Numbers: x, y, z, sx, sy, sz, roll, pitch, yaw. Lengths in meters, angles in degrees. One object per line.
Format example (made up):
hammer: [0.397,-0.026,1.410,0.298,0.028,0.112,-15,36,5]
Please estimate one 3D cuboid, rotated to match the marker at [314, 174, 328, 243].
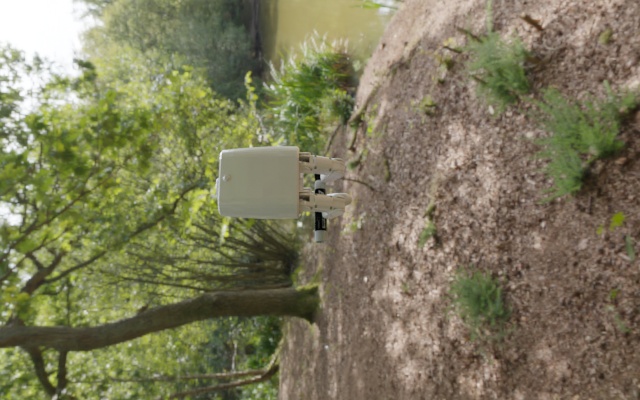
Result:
marker: [0.000,0.002,0.703,0.020,0.121,0.020,-1,-17,0]
